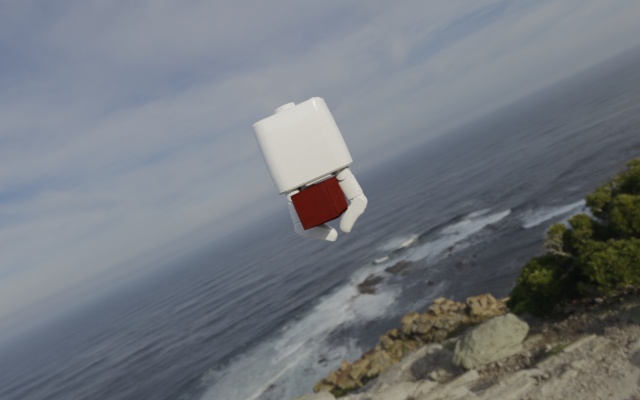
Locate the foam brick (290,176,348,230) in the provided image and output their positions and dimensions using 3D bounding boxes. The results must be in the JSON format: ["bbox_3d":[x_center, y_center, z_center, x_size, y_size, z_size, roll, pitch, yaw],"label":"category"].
[{"bbox_3d":[0.000,0.002,0.654,0.053,0.051,0.078,-22,3,15],"label":"foam brick"}]
